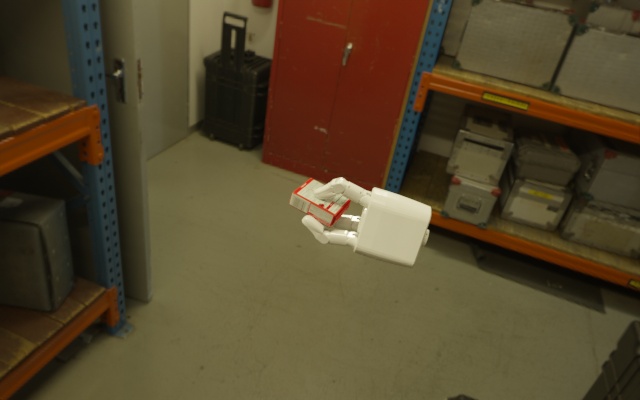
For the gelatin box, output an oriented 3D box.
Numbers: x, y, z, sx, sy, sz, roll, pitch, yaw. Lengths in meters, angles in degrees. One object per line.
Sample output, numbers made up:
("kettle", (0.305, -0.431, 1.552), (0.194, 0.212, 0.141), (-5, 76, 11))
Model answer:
("gelatin box", (0.000, 0.002, 0.847), (0.089, 0.030, 0.073), (28, 33, 13))
